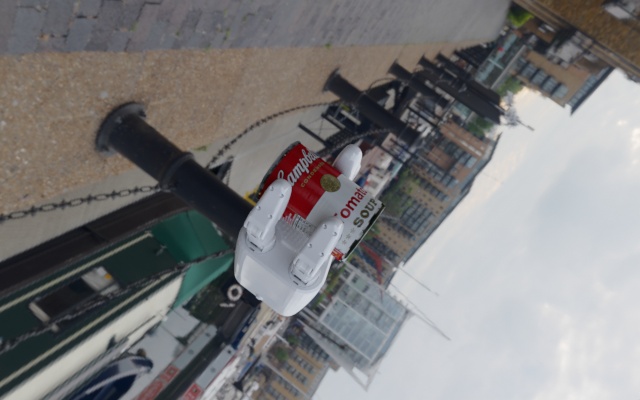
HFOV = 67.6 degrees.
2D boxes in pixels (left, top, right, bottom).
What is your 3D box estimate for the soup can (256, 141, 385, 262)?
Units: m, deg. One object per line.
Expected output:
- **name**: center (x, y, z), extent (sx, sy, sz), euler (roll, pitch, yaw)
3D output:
- **soup can**: center (0.000, 0.001, 0.445), extent (0.102, 0.068, 0.068), euler (37, 4, 6)
